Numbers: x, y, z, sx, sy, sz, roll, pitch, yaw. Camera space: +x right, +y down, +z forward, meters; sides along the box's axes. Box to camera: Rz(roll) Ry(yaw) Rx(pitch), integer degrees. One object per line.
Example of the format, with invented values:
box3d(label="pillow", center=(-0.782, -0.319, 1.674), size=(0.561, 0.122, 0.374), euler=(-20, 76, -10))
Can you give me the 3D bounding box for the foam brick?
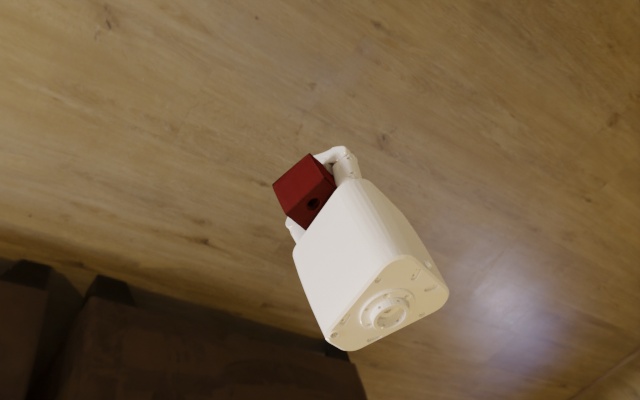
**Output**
box3d(label="foam brick", center=(0.000, 0.001, 0.481), size=(0.078, 0.053, 0.051), euler=(40, 14, -37))
